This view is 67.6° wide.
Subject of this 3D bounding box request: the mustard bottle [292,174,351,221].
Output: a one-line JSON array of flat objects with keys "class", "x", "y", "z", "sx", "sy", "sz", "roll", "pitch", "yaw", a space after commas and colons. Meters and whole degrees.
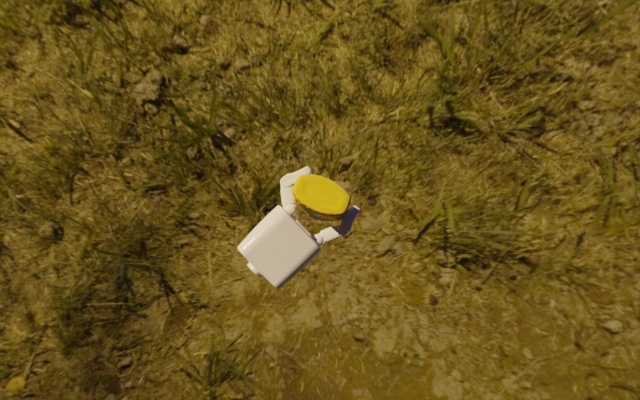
[{"class": "mustard bottle", "x": 0.000, "y": 0.002, "z": 0.859, "sx": 0.096, "sy": 0.058, "sz": 0.191, "roll": 22, "pitch": -7, "yaw": 2}]
